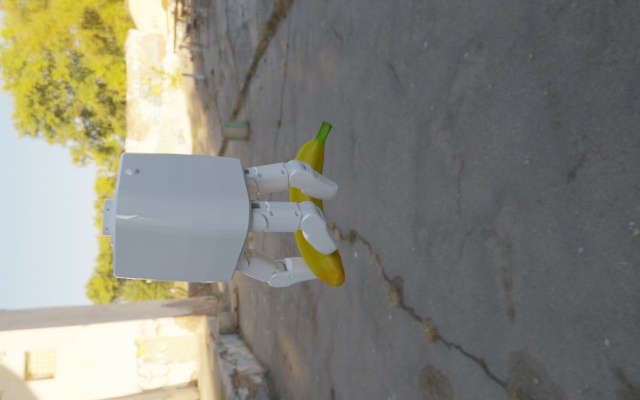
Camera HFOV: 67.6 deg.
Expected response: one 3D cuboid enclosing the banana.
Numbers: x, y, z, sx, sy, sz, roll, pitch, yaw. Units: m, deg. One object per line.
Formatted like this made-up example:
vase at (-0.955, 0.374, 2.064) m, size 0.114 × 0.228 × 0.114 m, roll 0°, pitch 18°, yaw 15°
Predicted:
banana at (-0.007, 0.008, 0.516) m, size 0.037 × 0.197 × 0.070 m, roll 8°, pitch -33°, yaw -22°
